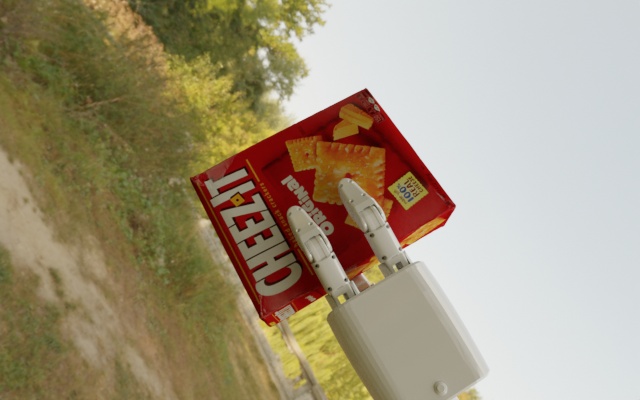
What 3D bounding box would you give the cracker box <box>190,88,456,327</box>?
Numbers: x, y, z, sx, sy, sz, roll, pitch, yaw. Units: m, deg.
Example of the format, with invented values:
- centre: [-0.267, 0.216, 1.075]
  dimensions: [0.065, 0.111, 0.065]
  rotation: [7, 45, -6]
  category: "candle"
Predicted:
- centre: [0.000, 0.002, 0.490]
  dimensions: [0.213, 0.164, 0.072]
  rotation: [-28, -20, -9]
  category: "cracker box"
